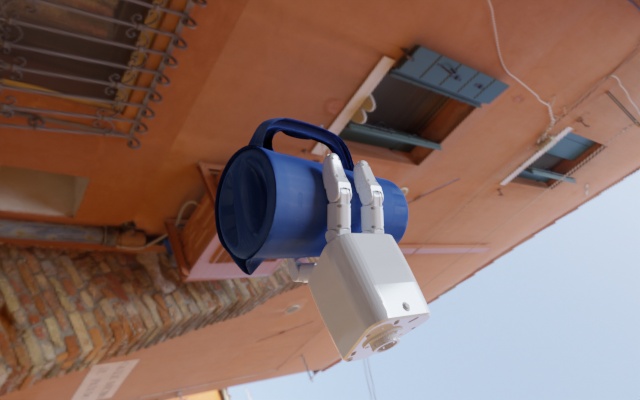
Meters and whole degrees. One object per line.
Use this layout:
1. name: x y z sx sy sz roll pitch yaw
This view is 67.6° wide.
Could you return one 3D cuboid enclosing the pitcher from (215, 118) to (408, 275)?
1. pitcher: 0.000 0.002 0.616 0.243 0.145 0.149 6 -44 -40
